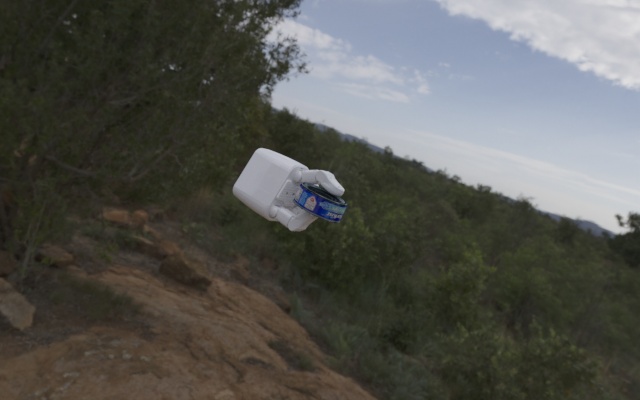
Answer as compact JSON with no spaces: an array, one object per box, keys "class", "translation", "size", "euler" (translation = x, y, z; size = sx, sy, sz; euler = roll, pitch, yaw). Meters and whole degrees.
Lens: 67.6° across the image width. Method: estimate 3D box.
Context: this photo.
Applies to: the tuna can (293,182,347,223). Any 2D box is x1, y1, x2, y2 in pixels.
[{"class":"tuna can","translation":[0.000,0.002,0.784],"size":[0.086,0.034,0.086],"euler":[24,10,-5]}]
